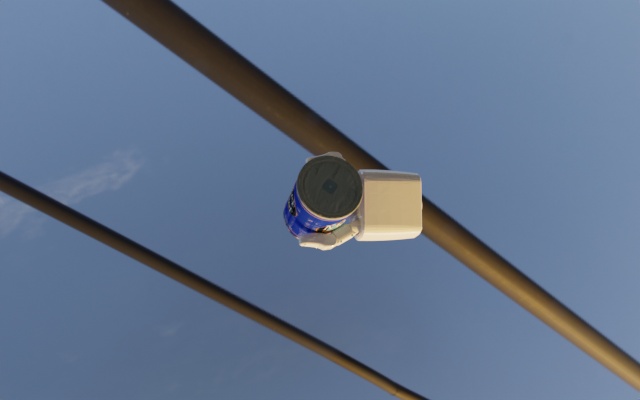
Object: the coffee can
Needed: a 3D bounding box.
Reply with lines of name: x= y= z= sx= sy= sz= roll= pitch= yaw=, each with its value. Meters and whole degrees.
coffee can: x=0.000 y=0.003 z=0.777 sx=0.103 sy=0.102 sz=0.140 roll=0 pitch=-20 yaw=-13
